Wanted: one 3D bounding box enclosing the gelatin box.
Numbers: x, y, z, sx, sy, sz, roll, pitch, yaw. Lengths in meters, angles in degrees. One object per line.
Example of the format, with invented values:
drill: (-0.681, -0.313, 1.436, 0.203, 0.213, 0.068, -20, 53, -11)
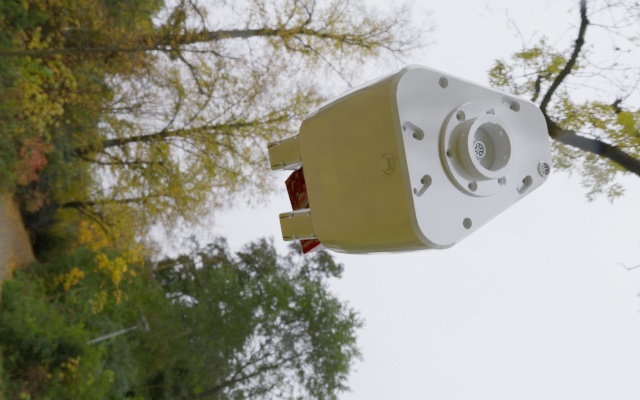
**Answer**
gelatin box: (0.000, 0.001, 0.415, 0.030, 0.073, 0.089, -11, -13, -22)
